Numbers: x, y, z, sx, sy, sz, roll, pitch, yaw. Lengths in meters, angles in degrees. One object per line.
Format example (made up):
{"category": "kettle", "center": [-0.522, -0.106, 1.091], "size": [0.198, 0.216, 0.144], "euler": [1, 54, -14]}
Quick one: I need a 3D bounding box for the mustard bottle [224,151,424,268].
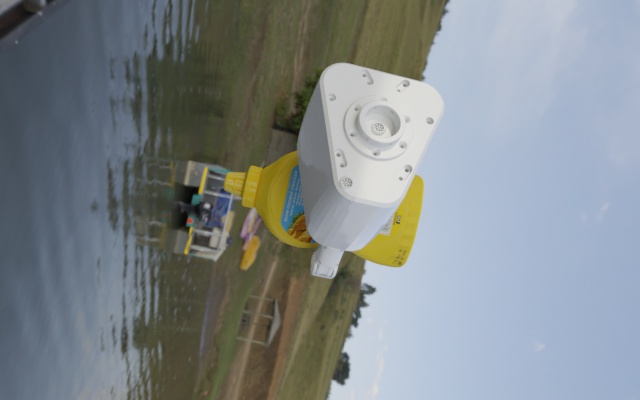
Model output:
{"category": "mustard bottle", "center": [0.000, 0.002, 0.475], "size": [0.191, 0.096, 0.058], "euler": [12, 3, -5]}
